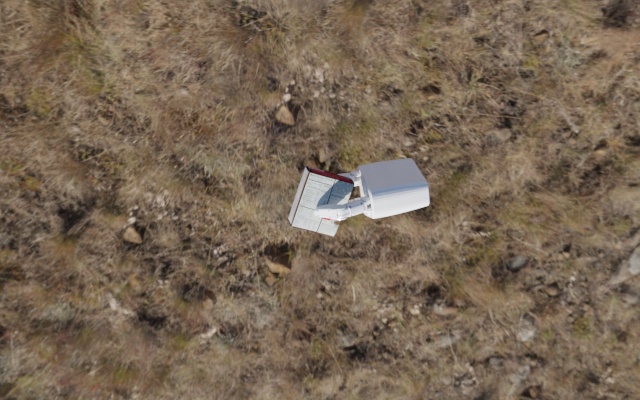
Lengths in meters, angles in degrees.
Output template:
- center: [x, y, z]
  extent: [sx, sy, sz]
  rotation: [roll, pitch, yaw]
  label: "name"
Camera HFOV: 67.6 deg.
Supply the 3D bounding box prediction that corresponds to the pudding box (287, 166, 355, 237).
- center: [0.000, 0.003, 0.863]
  extent: [0.090, 0.113, 0.039]
  rotation: [15, 16, -16]
  label: "pudding box"
